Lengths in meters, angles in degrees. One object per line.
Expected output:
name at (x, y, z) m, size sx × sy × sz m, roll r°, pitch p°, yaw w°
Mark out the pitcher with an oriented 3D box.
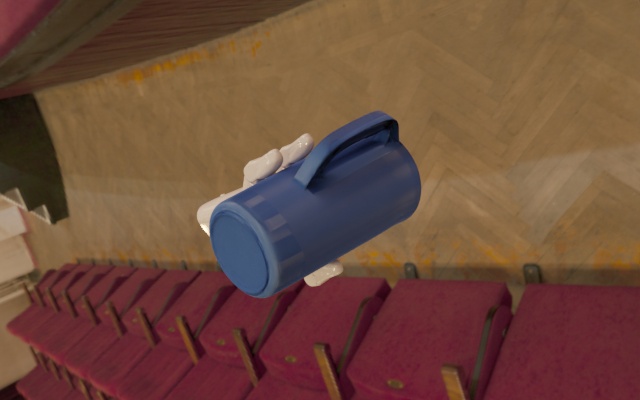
pitcher at (0.000, 0.002, 0.546) m, size 0.242 × 0.149 × 0.145 m, roll -28°, pitch 11°, yaw -41°
